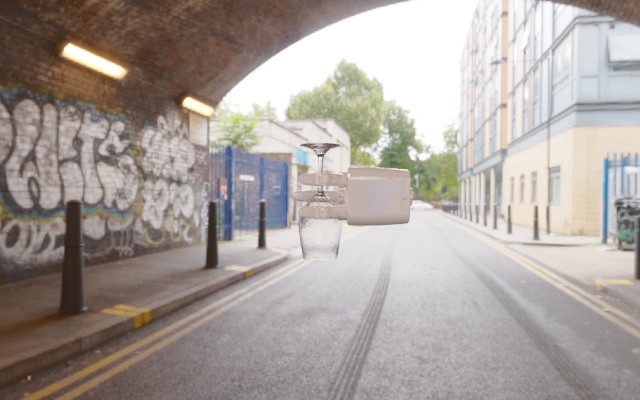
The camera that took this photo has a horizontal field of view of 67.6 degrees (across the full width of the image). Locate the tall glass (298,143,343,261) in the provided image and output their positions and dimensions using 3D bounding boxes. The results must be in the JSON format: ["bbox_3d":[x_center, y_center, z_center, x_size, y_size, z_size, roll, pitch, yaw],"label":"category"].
[{"bbox_3d":[0.000,0.002,0.837,0.079,0.201,0.079,1,0,0],"label":"tall glass"}]
